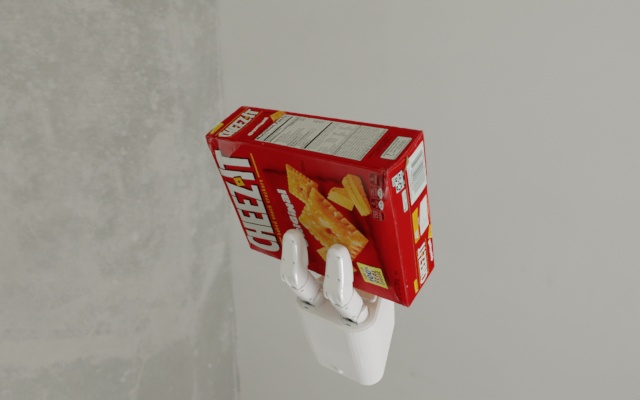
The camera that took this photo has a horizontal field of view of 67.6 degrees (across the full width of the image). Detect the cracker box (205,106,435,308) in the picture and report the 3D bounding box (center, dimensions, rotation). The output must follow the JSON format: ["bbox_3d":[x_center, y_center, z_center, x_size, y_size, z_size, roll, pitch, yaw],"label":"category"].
[{"bbox_3d":[0.000,0.002,0.484,0.213,0.164,0.072,14,45,33],"label":"cracker box"}]
